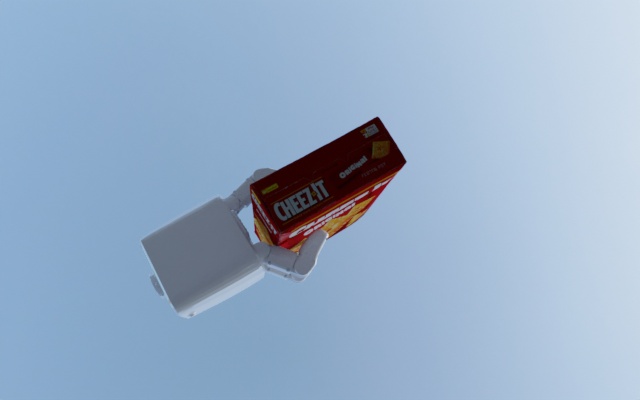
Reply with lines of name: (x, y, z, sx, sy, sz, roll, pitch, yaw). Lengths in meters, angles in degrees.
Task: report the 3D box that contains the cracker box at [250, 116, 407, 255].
cracker box: (0.000, 0.002, 0.600, 0.164, 0.072, 0.214, -30, -10, -14)
